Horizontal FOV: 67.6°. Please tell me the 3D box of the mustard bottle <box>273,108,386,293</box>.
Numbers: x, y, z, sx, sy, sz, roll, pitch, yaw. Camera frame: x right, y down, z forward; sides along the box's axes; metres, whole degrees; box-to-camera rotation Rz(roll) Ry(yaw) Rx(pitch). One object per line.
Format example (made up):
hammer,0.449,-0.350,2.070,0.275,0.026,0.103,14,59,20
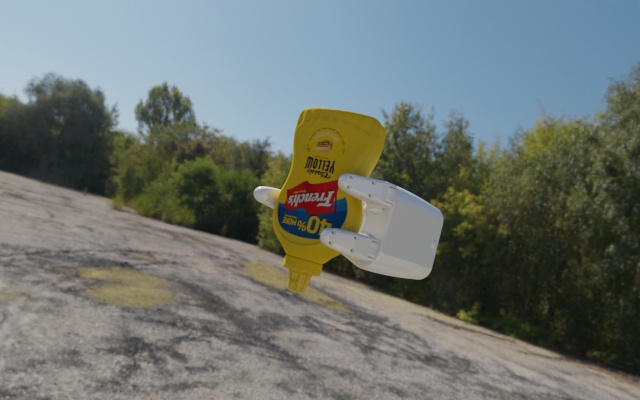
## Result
mustard bottle,0.000,0.001,0.504,0.096,0.191,0.058,13,-6,25
